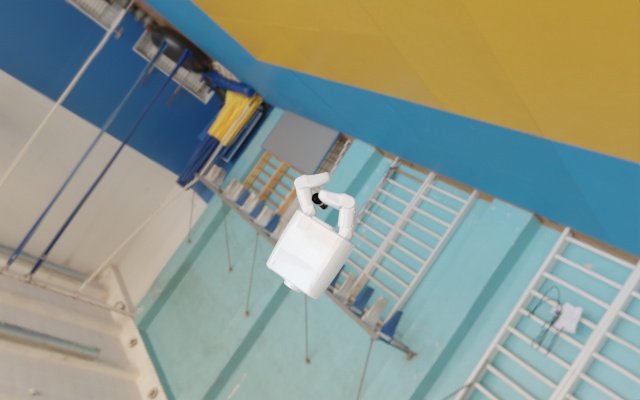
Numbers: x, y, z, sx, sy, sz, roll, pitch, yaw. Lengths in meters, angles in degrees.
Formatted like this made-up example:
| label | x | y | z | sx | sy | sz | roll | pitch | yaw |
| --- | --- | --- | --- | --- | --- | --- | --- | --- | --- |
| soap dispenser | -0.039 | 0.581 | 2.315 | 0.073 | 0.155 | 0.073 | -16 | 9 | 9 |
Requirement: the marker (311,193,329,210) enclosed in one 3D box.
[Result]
| label | x | y | z | sx | sy | sz | roll | pitch | yaw |
| --- | --- | --- | --- | --- | --- | --- | --- | --- | --- |
| marker | 0.000 | 0.003 | 0.823 | 0.020 | 0.020 | 0.121 | 0 | -6 | 6 |
